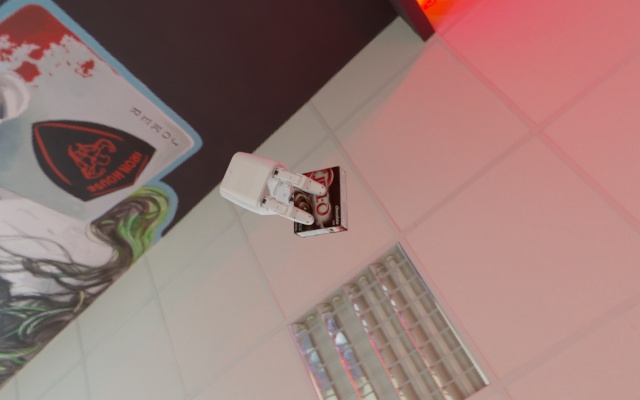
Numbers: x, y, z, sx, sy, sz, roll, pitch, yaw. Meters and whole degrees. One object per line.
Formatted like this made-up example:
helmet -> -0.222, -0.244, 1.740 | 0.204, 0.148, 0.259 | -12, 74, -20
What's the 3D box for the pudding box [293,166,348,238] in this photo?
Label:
pudding box -> 0.000, 0.003, 0.831 | 0.090, 0.113, 0.039 | -11, -21, 25
